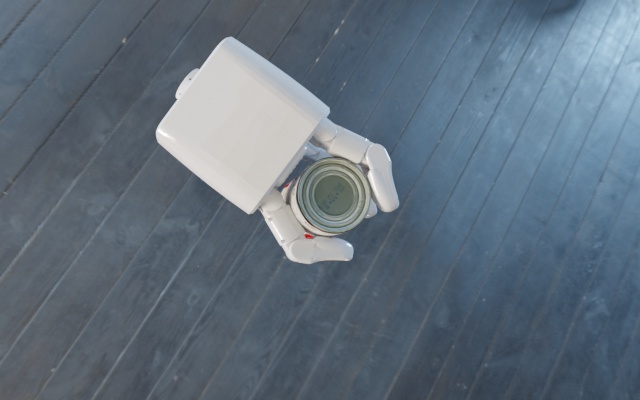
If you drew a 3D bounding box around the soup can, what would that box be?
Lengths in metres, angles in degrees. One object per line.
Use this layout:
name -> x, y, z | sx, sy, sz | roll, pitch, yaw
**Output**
soup can -> 0.000, 0.002, 0.450 | 0.068, 0.068, 0.102 | 0, -8, -14
